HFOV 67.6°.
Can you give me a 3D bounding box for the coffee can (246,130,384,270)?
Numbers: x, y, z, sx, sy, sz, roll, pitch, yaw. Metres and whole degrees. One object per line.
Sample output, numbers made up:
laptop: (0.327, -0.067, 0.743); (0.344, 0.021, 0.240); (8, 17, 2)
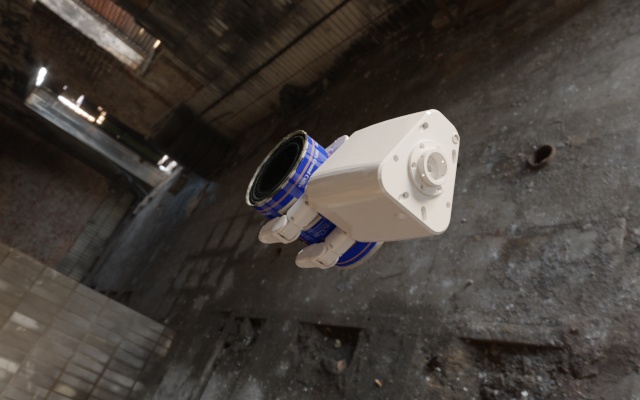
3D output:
coffee can: (0.000, 0.002, 0.555); (0.140, 0.102, 0.103); (37, -18, -25)
